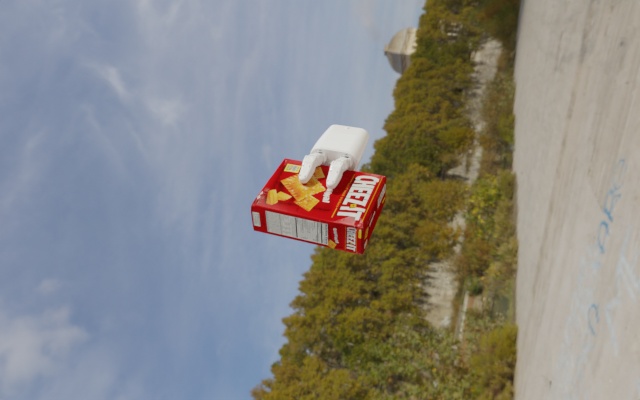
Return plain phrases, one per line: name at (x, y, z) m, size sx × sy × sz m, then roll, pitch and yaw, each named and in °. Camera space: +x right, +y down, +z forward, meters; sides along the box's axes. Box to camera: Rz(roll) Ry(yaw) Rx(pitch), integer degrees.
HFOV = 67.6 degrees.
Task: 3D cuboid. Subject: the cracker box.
cracker box at (0.000, 0.003, 0.895) m, size 0.213 × 0.072 × 0.164 m, roll 11°, pitch 40°, yaw 17°
